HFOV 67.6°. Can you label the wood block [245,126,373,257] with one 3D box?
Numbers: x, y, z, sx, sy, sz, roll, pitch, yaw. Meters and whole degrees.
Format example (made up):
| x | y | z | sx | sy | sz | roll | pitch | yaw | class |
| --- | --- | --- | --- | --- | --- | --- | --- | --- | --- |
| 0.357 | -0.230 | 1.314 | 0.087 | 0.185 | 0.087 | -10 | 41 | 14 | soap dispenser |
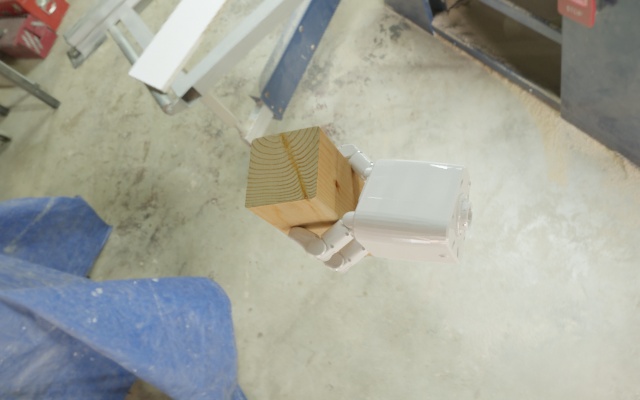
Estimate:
| x | y | z | sx | sy | sz | roll | pitch | yaw | class |
| --- | --- | --- | --- | --- | --- | --- | --- | --- | --- |
| 0.000 | 0.002 | 0.609 | 0.090 | 0.090 | 0.206 | -8 | -26 | 23 | wood block |
